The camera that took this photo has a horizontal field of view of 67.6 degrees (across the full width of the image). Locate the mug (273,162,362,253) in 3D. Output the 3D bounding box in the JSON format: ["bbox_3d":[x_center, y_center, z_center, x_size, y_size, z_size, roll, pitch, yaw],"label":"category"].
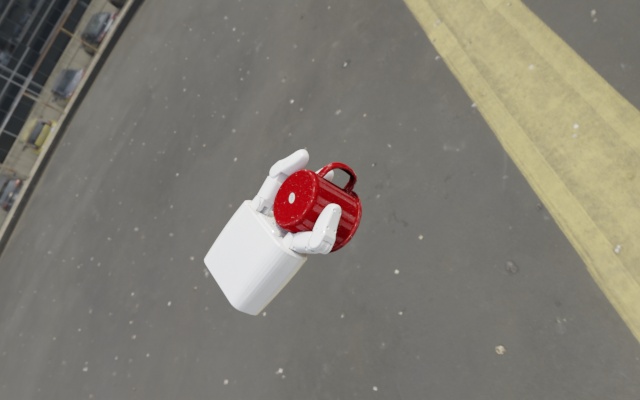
[{"bbox_3d":[0.001,0.001,0.618,0.081,0.117,0.093,29,14,-38],"label":"mug"}]
